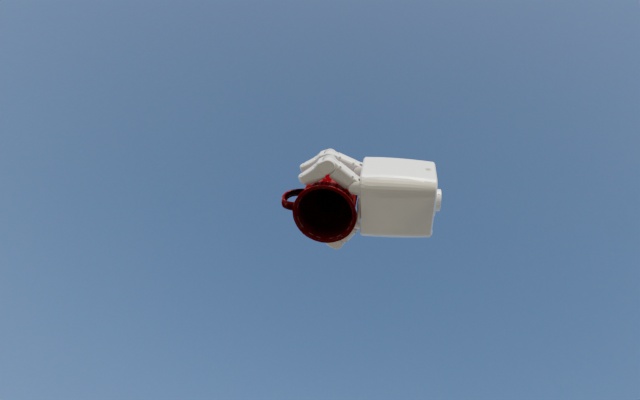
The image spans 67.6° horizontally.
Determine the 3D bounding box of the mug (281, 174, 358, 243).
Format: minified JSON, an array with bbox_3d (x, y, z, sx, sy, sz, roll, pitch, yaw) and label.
[{"bbox_3d":[-0.001,0.002,0.716,0.117,0.093,0.081,4,27,9],"label":"mug"}]
